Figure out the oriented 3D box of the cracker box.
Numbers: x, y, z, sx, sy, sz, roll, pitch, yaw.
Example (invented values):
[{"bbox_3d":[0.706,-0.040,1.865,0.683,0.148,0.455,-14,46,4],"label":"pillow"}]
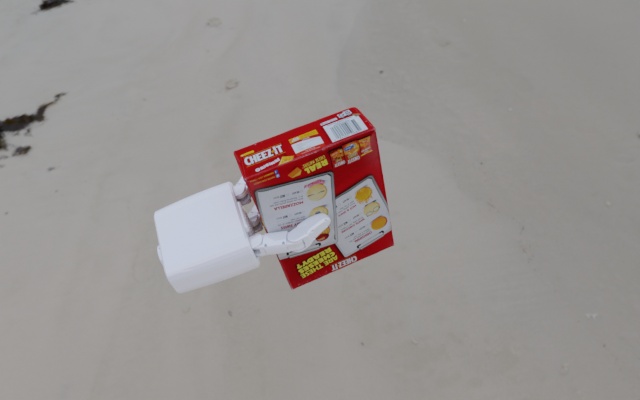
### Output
[{"bbox_3d":[0.000,0.002,0.631,0.164,0.214,0.072,-22,44,-6],"label":"cracker box"}]
